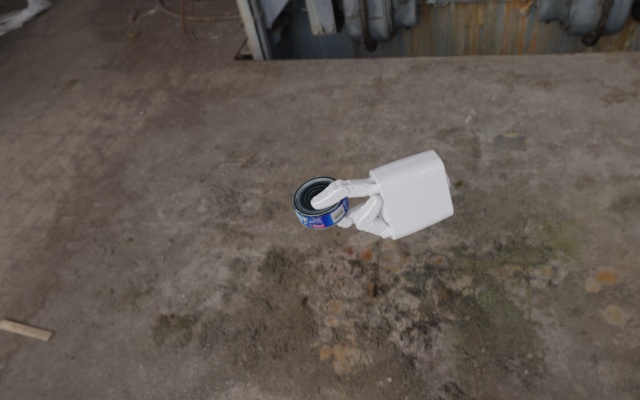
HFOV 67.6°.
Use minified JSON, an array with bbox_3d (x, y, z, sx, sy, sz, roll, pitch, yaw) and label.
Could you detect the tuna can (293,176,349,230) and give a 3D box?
[{"bbox_3d":[0.000,0.002,0.752,0.086,0.086,0.034,0,-40,20],"label":"tuna can"}]
